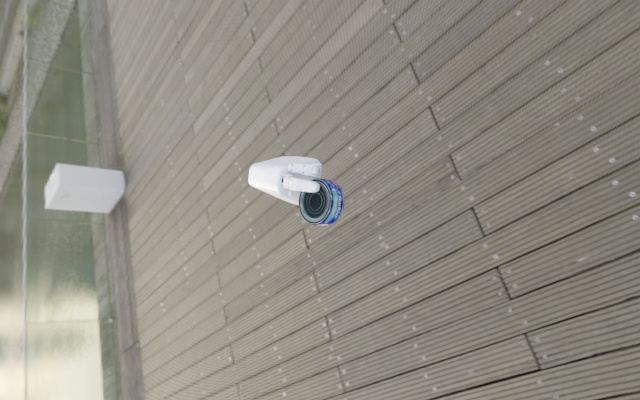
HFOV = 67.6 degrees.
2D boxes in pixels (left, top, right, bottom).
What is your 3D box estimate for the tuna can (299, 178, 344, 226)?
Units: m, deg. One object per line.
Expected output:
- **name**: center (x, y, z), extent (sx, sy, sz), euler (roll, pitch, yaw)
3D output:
- **tuna can**: center (0.000, 0.003, 0.865), extent (0.086, 0.086, 0.034), euler (0, -4, 43)
